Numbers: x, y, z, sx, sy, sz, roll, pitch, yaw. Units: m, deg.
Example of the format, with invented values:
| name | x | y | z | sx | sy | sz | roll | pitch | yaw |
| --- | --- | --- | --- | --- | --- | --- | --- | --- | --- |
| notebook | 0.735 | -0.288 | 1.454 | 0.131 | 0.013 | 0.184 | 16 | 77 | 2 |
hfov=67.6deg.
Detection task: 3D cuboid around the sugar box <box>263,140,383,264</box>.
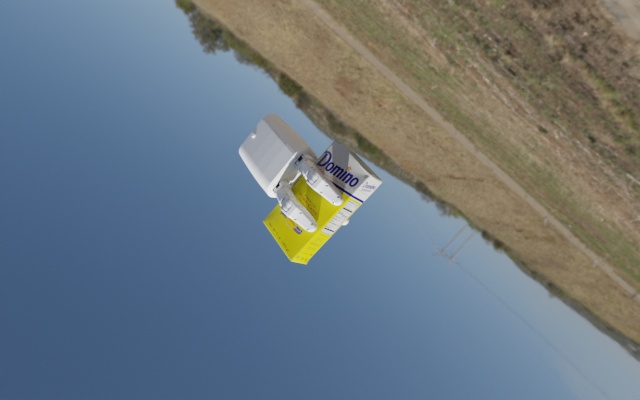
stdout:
| name | x | y | z | sx | sy | sz | roll | pitch | yaw |
| --- | --- | --- | --- | --- | --- | --- | --- | --- | --- |
| sugar box | 0.000 | 0.002 | 0.722 | 0.048 | 0.176 | 0.093 | 21 | 24 | -54 |
